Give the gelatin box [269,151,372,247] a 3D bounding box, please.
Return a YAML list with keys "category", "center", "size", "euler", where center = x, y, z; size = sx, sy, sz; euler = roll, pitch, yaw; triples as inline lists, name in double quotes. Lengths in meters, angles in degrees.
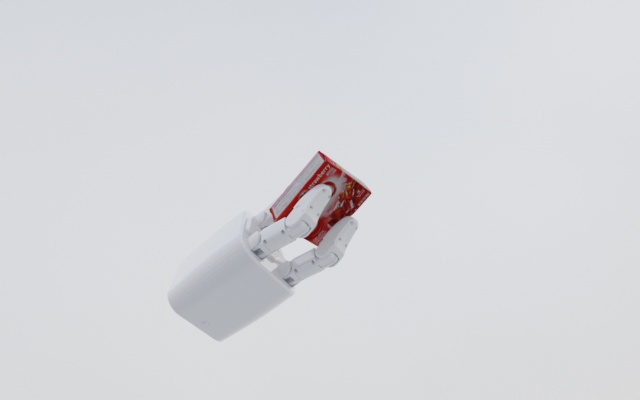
- category: "gelatin box"
  center: [0.000, 0.001, 0.523]
  size: [0.073, 0.089, 0.030]
  euler: [33, 13, -32]
